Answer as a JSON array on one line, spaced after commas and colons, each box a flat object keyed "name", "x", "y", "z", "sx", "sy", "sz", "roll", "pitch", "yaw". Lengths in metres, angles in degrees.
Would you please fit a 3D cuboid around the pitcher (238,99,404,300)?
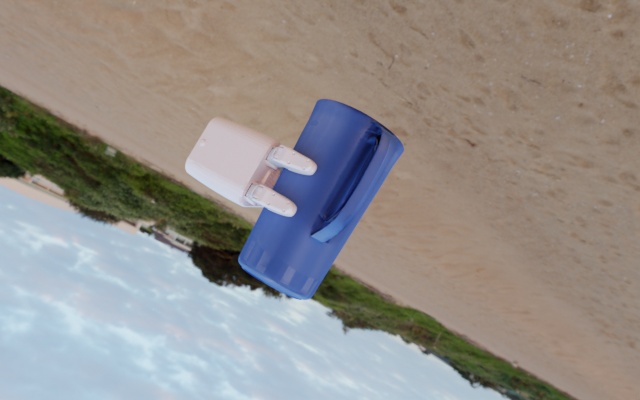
[{"name": "pitcher", "x": 0.000, "y": 0.002, "z": 0.615, "sx": 0.145, "sy": 0.243, "sz": 0.149, "roll": 27, "pitch": -6, "yaw": 21}]
